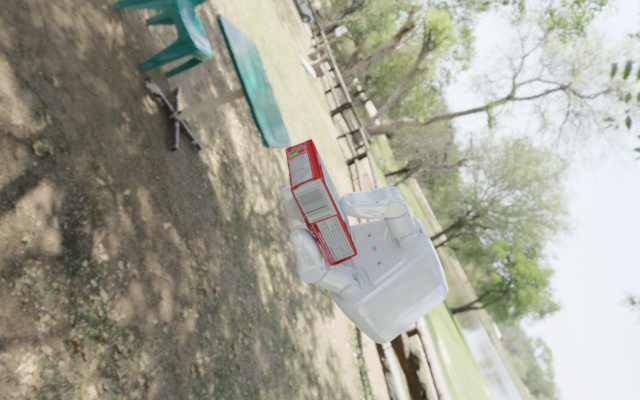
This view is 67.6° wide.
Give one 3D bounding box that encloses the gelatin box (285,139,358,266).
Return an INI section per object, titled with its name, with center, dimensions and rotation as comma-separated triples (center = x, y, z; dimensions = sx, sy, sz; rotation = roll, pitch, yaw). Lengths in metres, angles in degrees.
[gelatin box]
center = 0.000, 0.001, 0.419
dimensions = 0.030, 0.089, 0.073
rotation = -22, 33, 6
